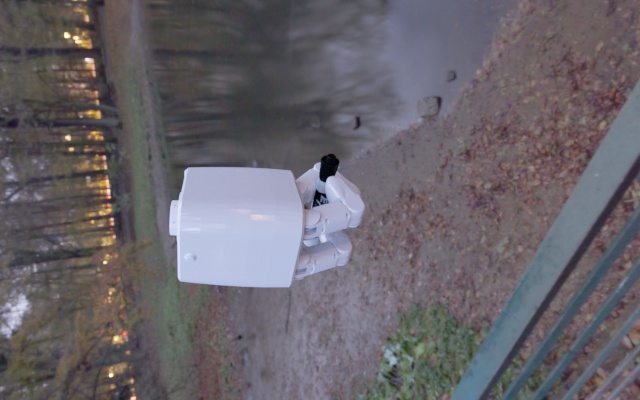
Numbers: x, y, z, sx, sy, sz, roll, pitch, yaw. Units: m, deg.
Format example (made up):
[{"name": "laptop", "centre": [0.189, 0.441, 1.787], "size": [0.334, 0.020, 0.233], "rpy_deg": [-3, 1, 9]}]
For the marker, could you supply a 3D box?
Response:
[{"name": "marker", "centre": [0.000, 0.002, 0.510], "size": [0.020, 0.121, 0.020], "rpy_deg": [8, 39, -7]}]
